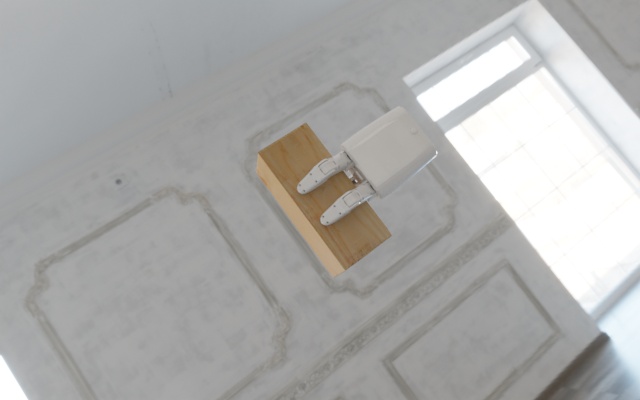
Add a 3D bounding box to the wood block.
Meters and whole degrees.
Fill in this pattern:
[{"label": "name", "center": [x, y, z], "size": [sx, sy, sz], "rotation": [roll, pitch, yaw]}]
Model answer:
[{"label": "wood block", "center": [0.000, 0.002, 0.714], "size": [0.090, 0.206, 0.091], "rotation": [-35, -8, -16]}]
